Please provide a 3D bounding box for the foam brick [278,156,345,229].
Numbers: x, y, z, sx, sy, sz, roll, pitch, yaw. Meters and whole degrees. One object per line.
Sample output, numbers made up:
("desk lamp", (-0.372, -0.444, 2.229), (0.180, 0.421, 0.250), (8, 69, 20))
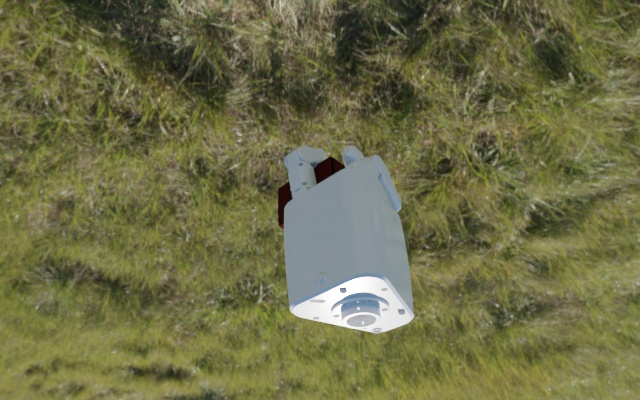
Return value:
("foam brick", (0.000, 0.002, 0.496), (0.078, 0.051, 0.053), (-30, -44, 30))
